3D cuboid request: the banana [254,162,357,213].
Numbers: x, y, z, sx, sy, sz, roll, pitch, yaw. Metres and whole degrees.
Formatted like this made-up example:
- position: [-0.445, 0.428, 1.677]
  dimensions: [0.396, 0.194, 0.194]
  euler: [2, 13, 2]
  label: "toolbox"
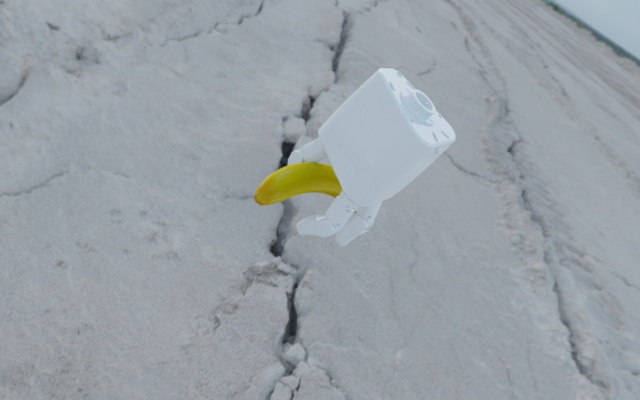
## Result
- position: [-0.001, -0.014, 0.588]
  dimensions: [0.198, 0.069, 0.037]
  euler: [13, -32, -43]
  label: "banana"
